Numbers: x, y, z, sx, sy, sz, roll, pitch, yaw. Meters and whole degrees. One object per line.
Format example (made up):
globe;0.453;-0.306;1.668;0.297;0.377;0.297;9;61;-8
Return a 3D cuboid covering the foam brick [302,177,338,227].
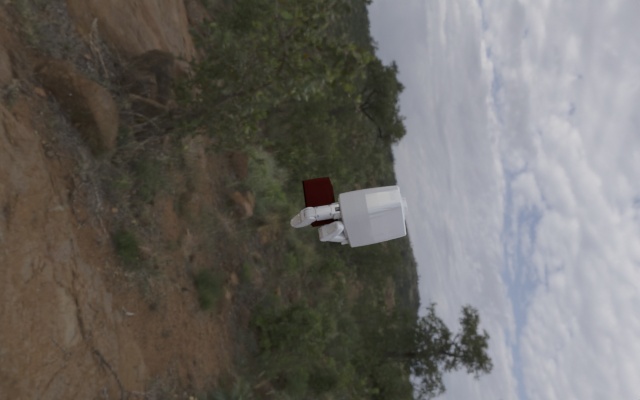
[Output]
foam brick;0.000;0.003;0.890;0.051;0.078;0.053;-11;-22;8
